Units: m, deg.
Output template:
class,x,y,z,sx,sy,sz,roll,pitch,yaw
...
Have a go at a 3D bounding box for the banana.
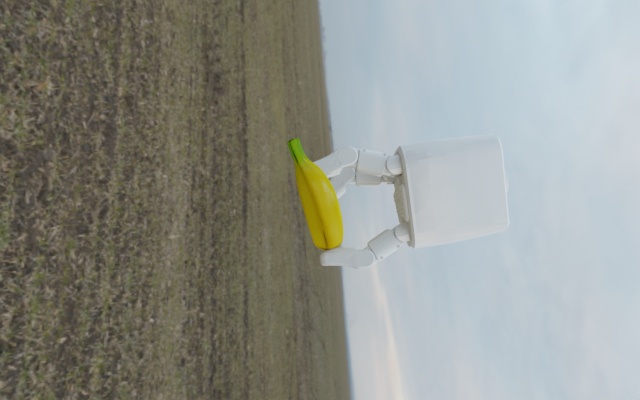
class,x,y,z,sx,sy,sz,roll,pitch,yaw
banana,0.003,0.015,0.514,0.037,0.069,0.198,-13,-32,0
